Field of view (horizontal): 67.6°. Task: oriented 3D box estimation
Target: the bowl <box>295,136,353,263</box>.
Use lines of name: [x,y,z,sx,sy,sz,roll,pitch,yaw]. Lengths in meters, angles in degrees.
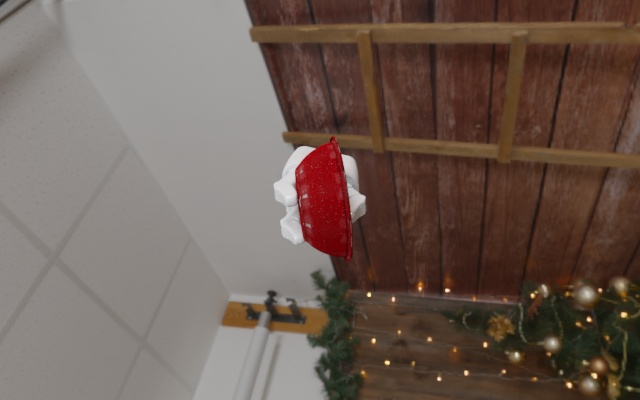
bowl: [0.000,0.002,0.604,0.055,0.162,0.162,-7,0,-5]
